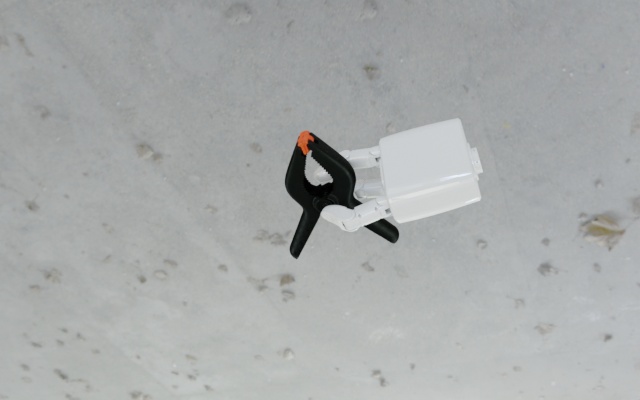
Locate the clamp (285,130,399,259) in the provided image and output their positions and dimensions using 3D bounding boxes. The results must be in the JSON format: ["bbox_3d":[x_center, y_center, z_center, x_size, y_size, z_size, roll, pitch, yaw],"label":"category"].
[{"bbox_3d":[0.000,0.002,0.653,0.164,0.210,0.036,-17,37,17],"label":"clamp"}]
